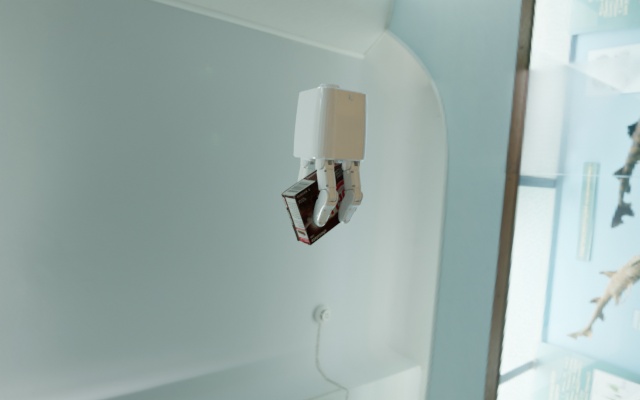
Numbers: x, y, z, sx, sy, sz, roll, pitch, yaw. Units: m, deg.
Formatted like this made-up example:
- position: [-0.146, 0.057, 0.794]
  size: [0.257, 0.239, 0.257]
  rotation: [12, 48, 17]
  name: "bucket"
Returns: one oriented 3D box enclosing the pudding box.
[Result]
- position: [0.000, 0.002, 0.754]
  size: [0.113, 0.090, 0.039]
  rotation: [-34, 29, -31]
  name: "pudding box"
